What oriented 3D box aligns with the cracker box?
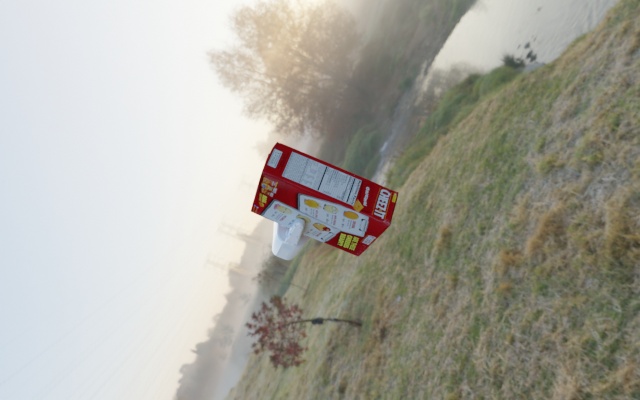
[{"bbox_3d":[0.000,0.003,0.801,0.214,0.072,0.164,22,-27,-4],"label":"cracker box"}]
